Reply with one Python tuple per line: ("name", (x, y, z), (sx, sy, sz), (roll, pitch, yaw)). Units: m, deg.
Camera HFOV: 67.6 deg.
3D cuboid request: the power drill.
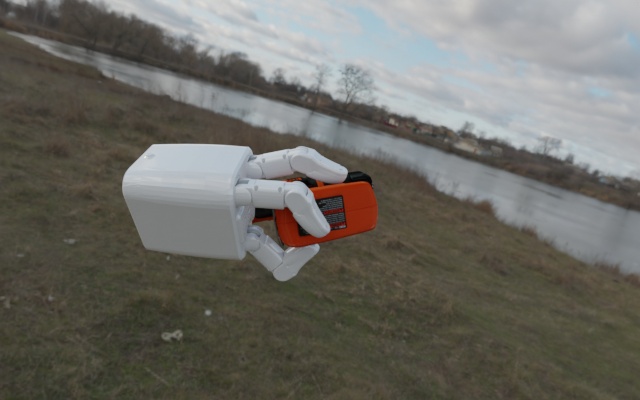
("power drill", (0.000, 0.002, 0.567), (0.184, 0.057, 0.187), (-13, 8, -13))
